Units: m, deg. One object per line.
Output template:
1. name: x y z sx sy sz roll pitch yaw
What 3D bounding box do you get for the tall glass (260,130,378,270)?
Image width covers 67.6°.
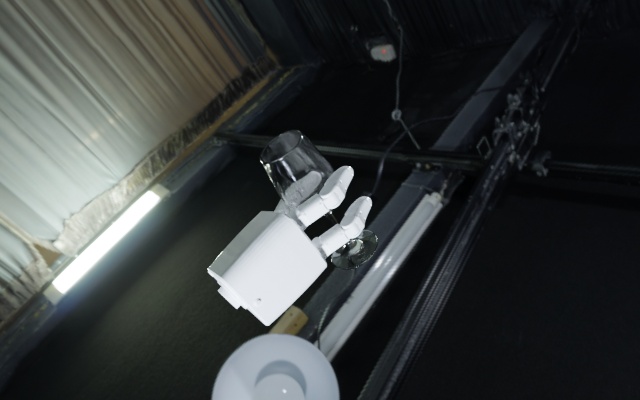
1. tall glass: 0.000 0.002 0.635 0.079 0.079 0.201 0 -44 43
